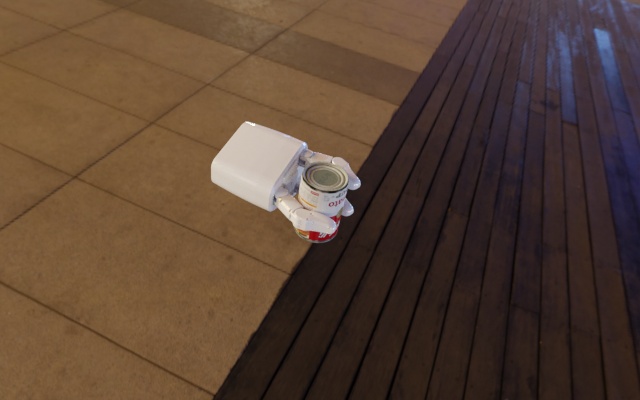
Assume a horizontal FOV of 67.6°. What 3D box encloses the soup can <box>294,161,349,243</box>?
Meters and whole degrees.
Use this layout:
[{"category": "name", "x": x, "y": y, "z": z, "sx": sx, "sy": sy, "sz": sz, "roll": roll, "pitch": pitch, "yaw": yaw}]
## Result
[{"category": "soup can", "x": 0.001, "y": 0.002, "z": 0.692, "sx": 0.068, "sy": 0.102, "sz": 0.068, "roll": 6, "pitch": 42, "yaw": -6}]
